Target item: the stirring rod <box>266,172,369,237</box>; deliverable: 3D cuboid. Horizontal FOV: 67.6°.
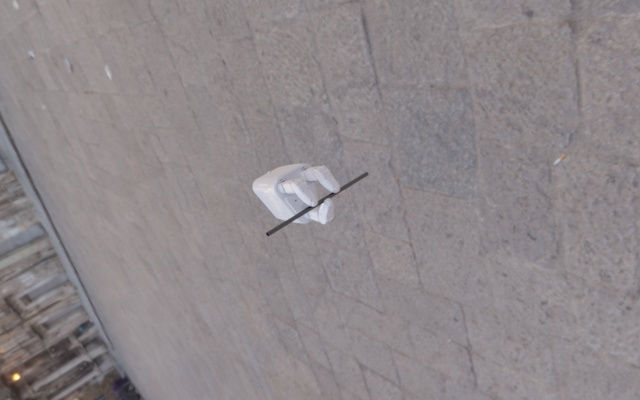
[{"bbox_3d":[0.000,0.003,0.866,0.239,0.011,0.011,-31,16,-29],"label":"stirring rod"}]
